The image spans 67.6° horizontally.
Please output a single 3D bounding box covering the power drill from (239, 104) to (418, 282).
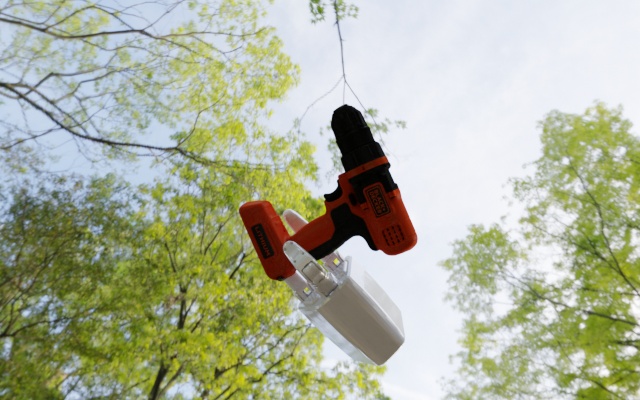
[{"bbox_3d":[0.000,0.002,0.569,0.188,0.184,0.057,-24,-4,17],"label":"power drill"}]
